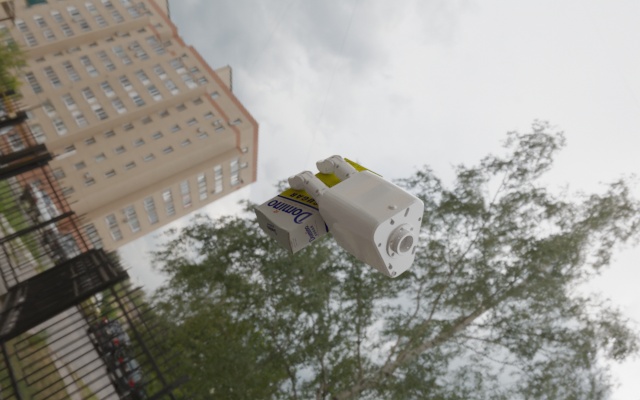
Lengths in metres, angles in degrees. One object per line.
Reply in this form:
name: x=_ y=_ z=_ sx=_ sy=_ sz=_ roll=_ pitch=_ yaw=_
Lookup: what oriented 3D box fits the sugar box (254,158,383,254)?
sugar box: x=0.000 y=0.002 z=0.710 sx=0.176 sy=0.048 sz=0.093 roll=-29 pitch=38 yaw=-26
